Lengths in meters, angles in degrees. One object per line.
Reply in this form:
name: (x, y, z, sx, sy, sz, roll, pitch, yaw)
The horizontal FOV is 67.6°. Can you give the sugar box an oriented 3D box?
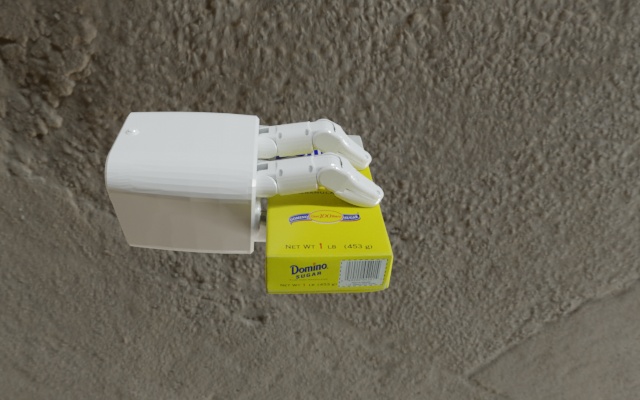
sugar box: (0.000, 0.001, 0.412, 0.093, 0.048, 0.176, 0, 39, -6)
